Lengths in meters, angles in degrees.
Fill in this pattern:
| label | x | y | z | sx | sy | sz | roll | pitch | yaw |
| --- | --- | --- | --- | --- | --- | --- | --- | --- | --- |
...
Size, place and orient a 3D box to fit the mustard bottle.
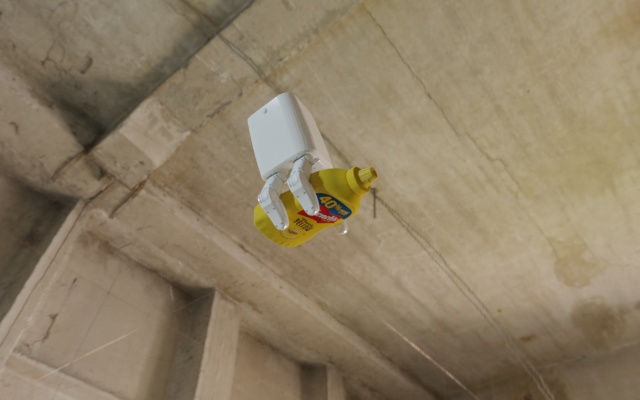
| label | x | y | z | sx | sy | sz | roll | pitch | yaw |
| --- | --- | --- | --- | --- | --- | --- | --- | --- | --- |
| mustard bottle | 0.000 | 0.003 | 0.698 | 0.192 | 0.058 | 0.096 | -29 | -47 | 28 |
